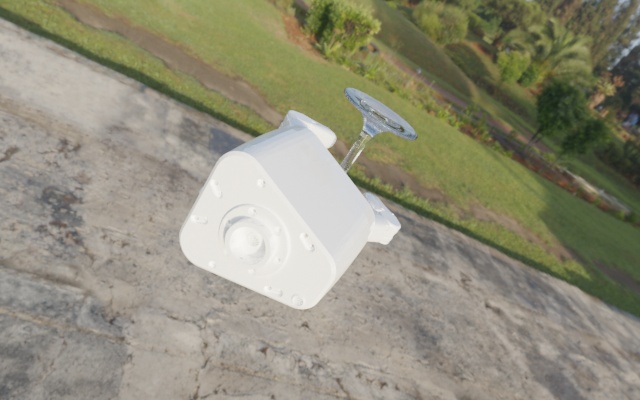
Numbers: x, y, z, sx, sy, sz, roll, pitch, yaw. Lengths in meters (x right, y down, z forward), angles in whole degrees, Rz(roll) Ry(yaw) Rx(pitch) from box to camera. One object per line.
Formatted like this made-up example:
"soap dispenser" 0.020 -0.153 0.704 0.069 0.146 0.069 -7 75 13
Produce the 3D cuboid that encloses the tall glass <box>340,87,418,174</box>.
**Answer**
"tall glass" 0.001 0.001 0.442 0.079 0.201 0.079 28 24 -14
